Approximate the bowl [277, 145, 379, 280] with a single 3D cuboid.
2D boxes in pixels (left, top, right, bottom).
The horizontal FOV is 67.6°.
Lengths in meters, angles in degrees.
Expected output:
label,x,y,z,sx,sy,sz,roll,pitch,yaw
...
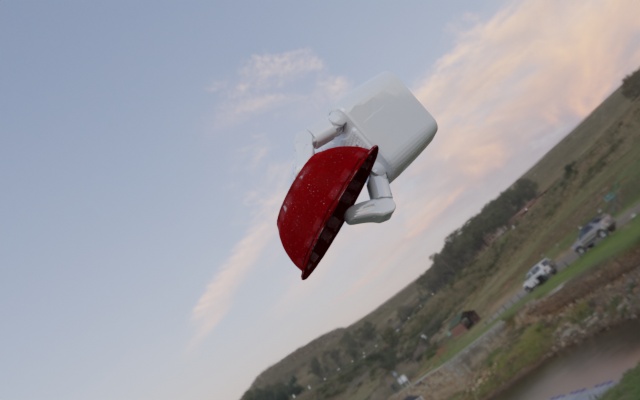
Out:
label,x,y,z,sx,sy,sz,roll,pitch,yaw
bowl,-0.001,0.002,0.507,0.055,0.162,0.162,29,4,8
